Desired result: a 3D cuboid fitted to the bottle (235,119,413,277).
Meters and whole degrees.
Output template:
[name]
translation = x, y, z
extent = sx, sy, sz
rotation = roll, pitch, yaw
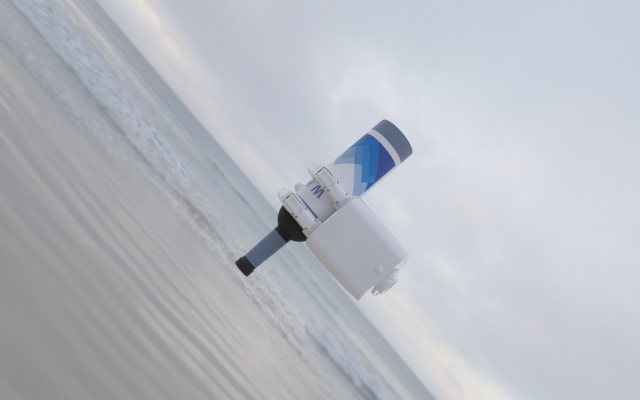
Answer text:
[bottle]
translation = 0.000, 0.002, 0.682
extent = 0.295, 0.069, 0.069
rotation = -40, 4, -5
